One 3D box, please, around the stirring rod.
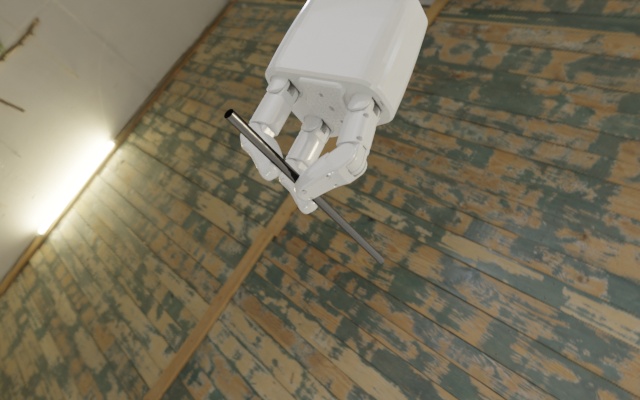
[{"bbox_3d":[0.000,0.001,0.406,0.011,0.011,0.240,0,-30,36],"label":"stirring rod"}]
